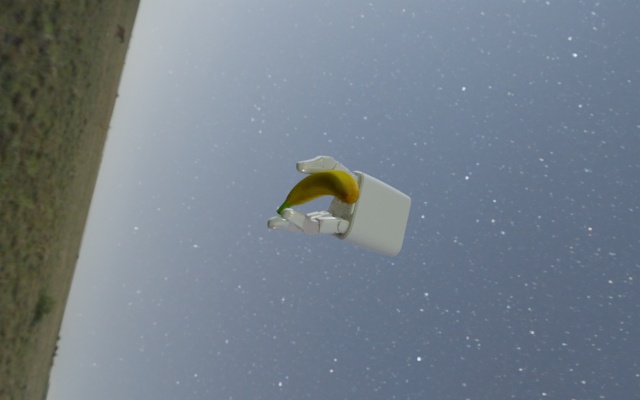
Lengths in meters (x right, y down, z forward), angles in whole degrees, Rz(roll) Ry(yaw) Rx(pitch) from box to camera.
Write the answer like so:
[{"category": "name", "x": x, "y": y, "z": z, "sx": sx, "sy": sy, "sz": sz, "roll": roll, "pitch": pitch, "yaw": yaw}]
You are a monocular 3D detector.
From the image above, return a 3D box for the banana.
[{"category": "banana", "x": 0.004, "y": -0.014, "z": 0.694, "sx": 0.037, "sy": 0.069, "sz": 0.198, "roll": 30, "pitch": -22, "yaw": -25}]
